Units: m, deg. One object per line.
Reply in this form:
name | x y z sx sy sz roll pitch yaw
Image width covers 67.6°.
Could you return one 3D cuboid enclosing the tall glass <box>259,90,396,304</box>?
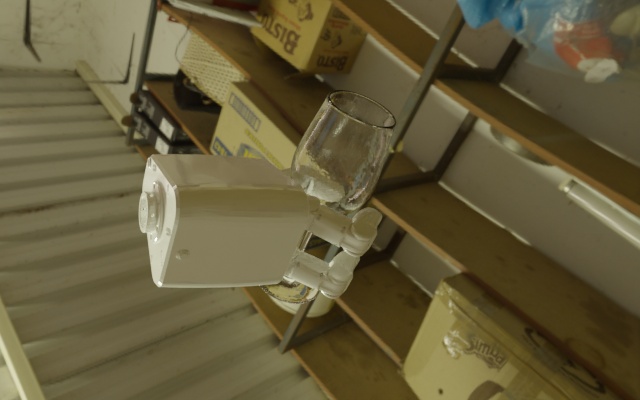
tall glass | 0.000 0.002 0.445 0.079 0.201 0.079 18 32 -11
